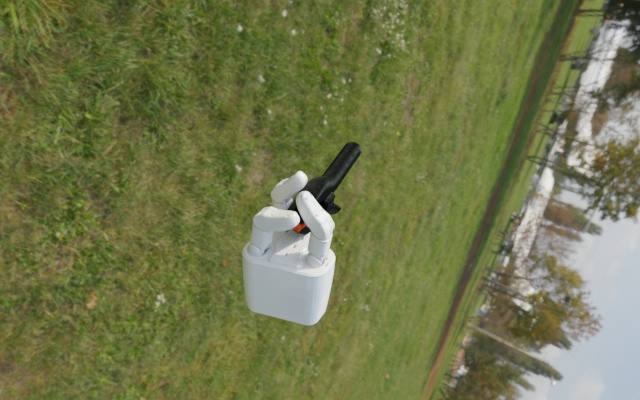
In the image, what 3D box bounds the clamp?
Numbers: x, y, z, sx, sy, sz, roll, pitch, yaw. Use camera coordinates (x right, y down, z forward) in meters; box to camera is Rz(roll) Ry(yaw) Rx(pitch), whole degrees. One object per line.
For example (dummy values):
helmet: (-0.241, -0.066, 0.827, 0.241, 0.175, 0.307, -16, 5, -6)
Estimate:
clamp: (0.001, 0.002, 0.646, 0.039, 0.120, 0.171, 25, 42, 21)
